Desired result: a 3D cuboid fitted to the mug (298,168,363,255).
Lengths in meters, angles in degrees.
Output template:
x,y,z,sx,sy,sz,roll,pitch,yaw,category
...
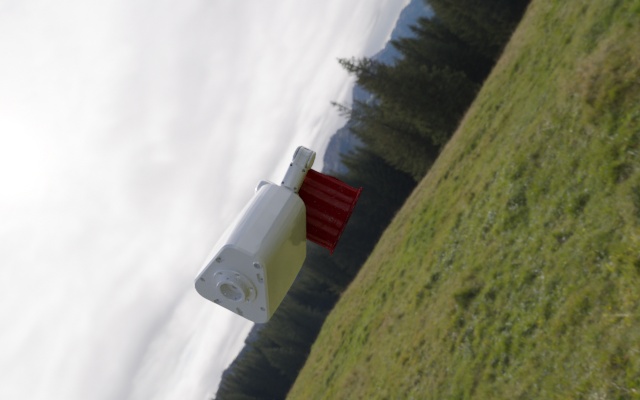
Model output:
x,y,z,sx,sy,sz,roll,pitch,yaw,category
0.000,0.001,0.602,0.081,0.093,0.117,25,40,3,mug
